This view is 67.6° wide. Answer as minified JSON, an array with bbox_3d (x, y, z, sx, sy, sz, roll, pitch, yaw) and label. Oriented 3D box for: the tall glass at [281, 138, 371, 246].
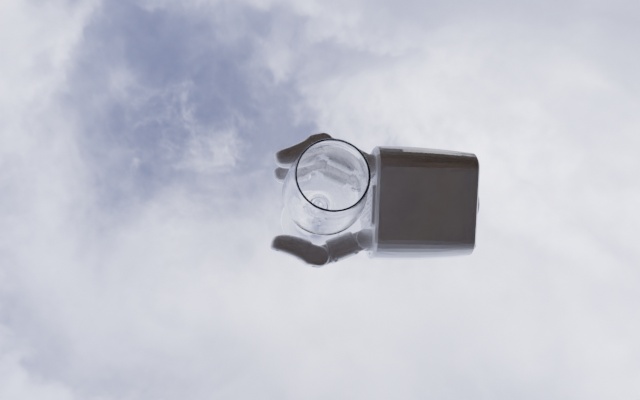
[{"bbox_3d":[0.000,0.002,0.477,0.079,0.079,0.201,0,-13,-6],"label":"tall glass"}]
